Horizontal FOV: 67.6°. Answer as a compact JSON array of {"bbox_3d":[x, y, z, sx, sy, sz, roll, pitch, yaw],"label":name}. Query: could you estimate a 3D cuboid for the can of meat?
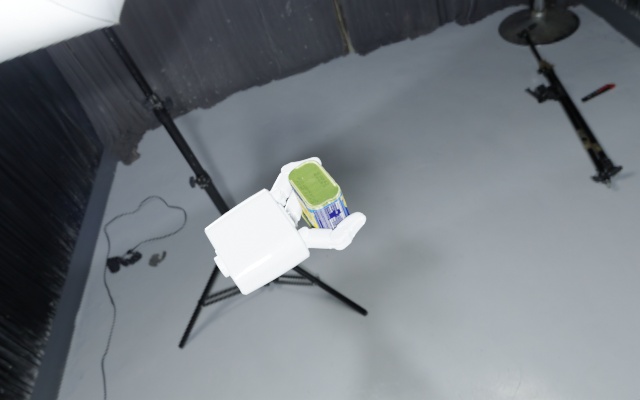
[{"bbox_3d":[0.000,0.002,0.685,0.057,0.084,0.102,-31,45,-8],"label":"can of meat"}]
